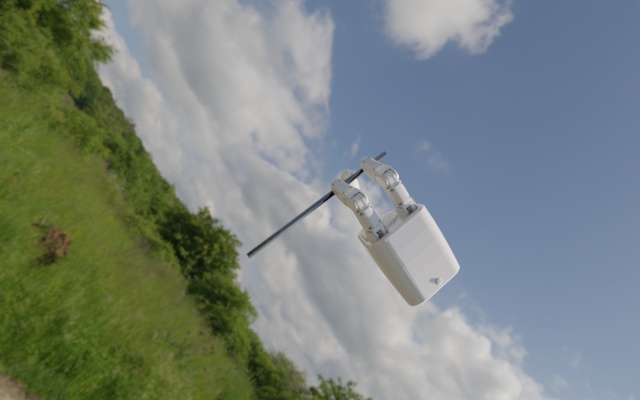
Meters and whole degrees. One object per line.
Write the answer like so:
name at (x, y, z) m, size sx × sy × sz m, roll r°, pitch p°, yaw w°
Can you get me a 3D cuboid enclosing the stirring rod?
stirring rod at (0.000, 0.002, 0.643) m, size 0.239 × 0.011 × 0.011 m, roll -37°, pitch 12°, yaw -17°
